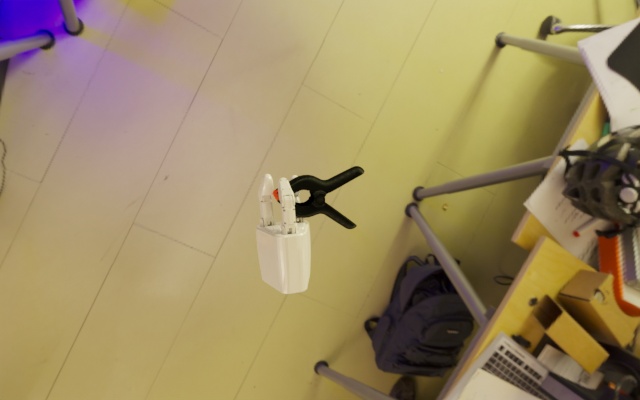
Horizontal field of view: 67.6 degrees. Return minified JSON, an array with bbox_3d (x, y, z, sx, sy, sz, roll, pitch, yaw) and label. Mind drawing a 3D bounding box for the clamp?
[{"bbox_3d":[0.000,0.003,0.873,0.171,0.120,0.039,-6,12,-14],"label":"clamp"}]
